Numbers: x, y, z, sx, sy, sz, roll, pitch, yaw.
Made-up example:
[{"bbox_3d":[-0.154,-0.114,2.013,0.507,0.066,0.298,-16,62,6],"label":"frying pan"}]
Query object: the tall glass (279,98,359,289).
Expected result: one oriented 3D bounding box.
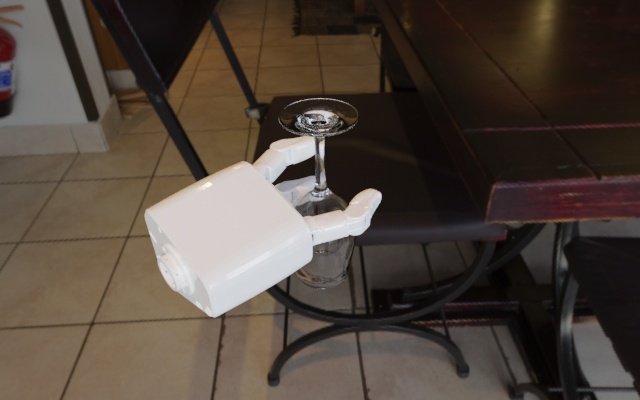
[{"bbox_3d":[0.000,0.001,0.499,0.079,0.201,0.079,-1,37,1],"label":"tall glass"}]
